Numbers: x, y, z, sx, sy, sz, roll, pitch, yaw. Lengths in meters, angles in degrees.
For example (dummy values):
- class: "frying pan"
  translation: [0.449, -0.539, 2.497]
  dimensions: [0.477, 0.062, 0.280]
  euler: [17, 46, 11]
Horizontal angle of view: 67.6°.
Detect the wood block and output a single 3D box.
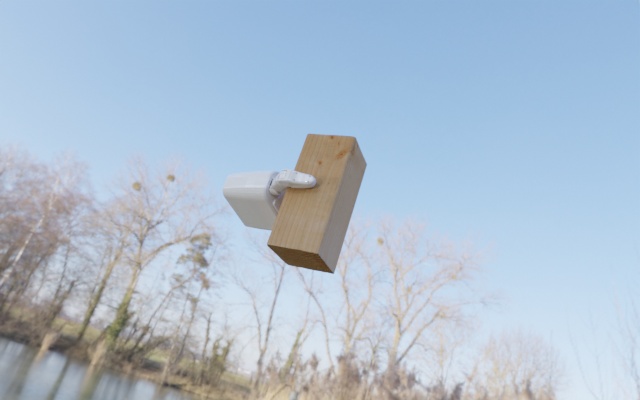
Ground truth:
- class: "wood block"
  translation: [0.000, 0.002, 0.781]
  dimensions: [0.090, 0.206, 0.091]
  euler: [8, -24, 24]
